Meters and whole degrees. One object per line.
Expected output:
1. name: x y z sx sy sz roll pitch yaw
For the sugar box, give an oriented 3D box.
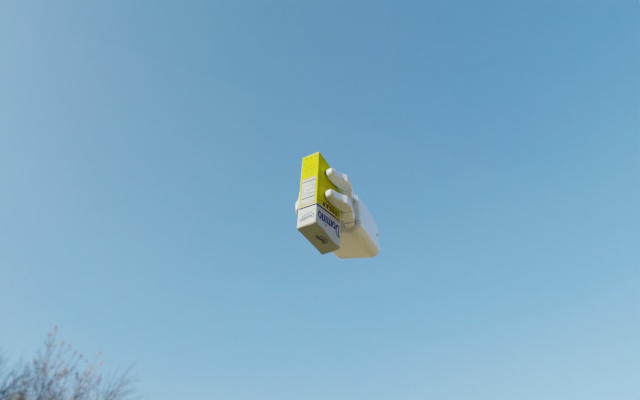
1. sugar box: 0.001 0.003 0.896 0.048 0.176 0.093 -21 -46 21
